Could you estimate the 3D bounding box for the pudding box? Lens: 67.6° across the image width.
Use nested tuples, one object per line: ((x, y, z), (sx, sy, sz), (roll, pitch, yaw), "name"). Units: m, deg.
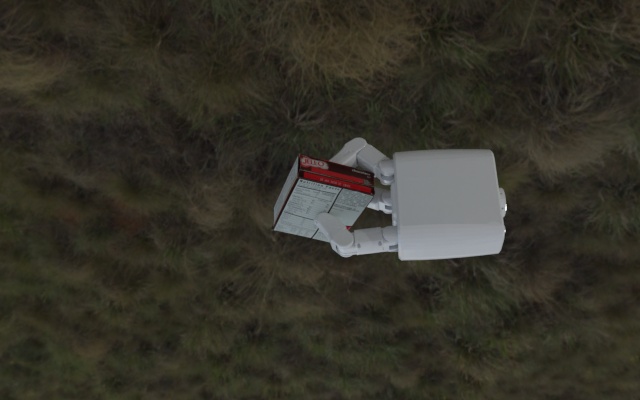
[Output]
((0.000, 0.002, 0.551), (0.090, 0.039, 0.114), (14, -40, -14), "pudding box")
